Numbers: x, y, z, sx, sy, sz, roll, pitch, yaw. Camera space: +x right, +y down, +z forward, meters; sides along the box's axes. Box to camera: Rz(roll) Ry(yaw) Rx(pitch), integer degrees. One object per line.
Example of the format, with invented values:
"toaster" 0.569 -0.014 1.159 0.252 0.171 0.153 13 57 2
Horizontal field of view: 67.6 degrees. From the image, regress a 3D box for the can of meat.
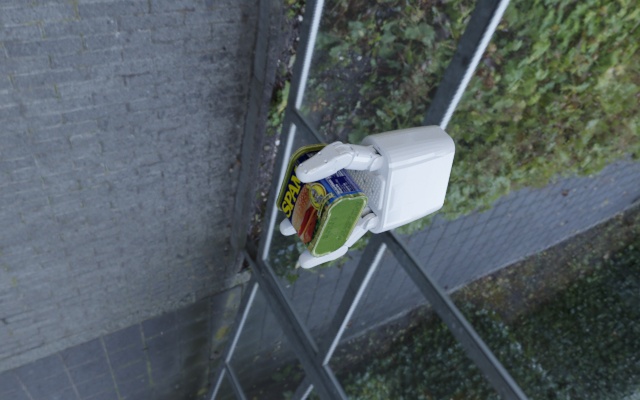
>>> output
"can of meat" 0.000 0.002 0.541 0.057 0.102 0.084 -12 51 -33
